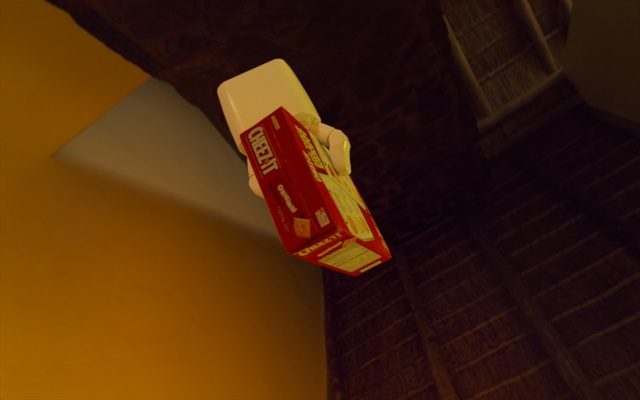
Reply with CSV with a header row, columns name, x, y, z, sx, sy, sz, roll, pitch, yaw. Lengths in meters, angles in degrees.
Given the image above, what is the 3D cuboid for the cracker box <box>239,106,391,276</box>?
name,x,y,z,sx,sy,sz,roll,pitch,yaw
cracker box,0.000,0.002,0.605,0.072,0.164,0.214,-31,-24,13
